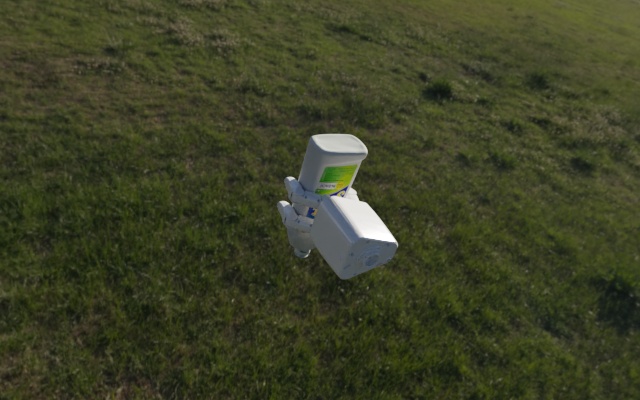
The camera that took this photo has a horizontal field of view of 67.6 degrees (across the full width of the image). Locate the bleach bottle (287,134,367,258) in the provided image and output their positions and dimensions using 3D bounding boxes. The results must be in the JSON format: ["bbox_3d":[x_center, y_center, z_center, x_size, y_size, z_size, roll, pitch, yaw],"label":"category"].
[{"bbox_3d":[0.000,0.003,0.871,0.102,0.251,0.068,-5,39,-29],"label":"bleach bottle"}]
